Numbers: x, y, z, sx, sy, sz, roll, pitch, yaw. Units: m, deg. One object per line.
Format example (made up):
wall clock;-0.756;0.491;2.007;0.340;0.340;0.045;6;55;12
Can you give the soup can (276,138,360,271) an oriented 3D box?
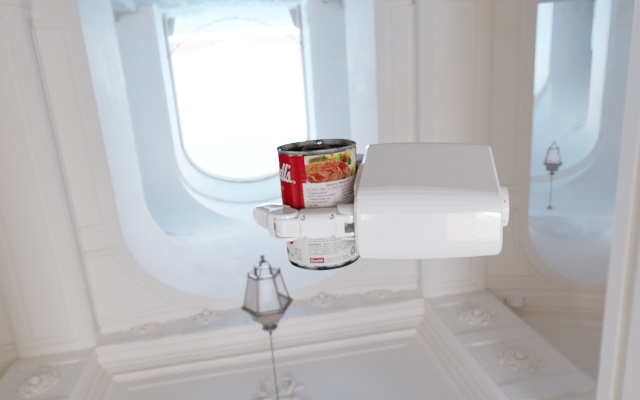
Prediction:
soup can;0.000;0.002;0.417;0.068;0.102;0.068;-4;15;1
